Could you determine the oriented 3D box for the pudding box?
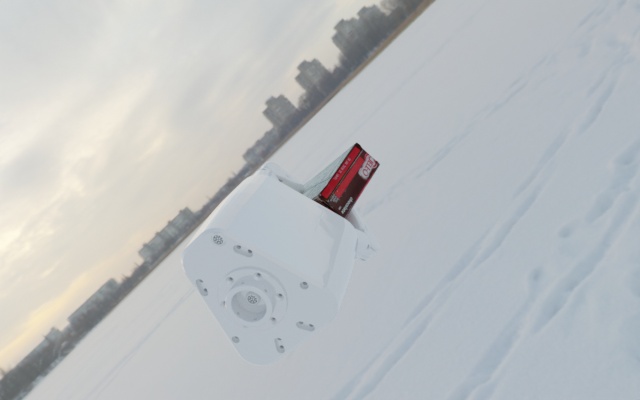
[{"bbox_3d":[0.000,0.002,0.486,0.113,0.039,0.090,-33,15,49],"label":"pudding box"}]
